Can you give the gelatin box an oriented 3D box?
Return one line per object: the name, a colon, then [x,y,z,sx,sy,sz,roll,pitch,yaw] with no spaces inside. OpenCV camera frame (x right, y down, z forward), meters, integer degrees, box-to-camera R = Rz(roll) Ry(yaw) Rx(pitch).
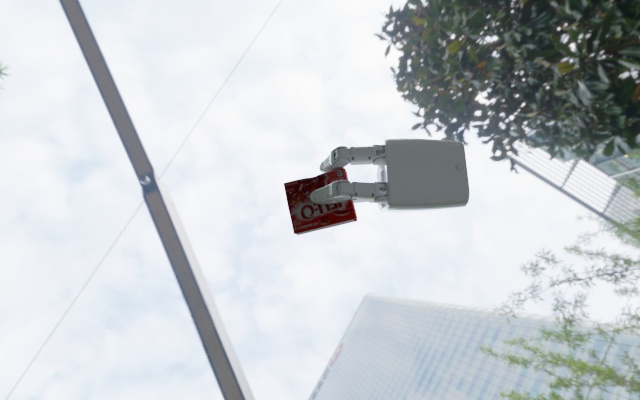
gelatin box: [0.000,0.002,0.656,0.089,0.073,0.030,-14,-10,6]
